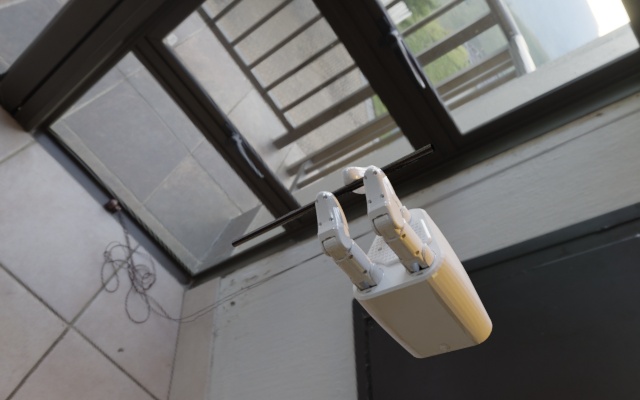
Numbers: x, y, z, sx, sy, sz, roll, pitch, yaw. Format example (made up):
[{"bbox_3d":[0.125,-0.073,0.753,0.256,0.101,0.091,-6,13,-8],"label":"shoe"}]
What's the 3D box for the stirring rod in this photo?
[{"bbox_3d":[0.000,0.002,0.458,0.239,0.011,0.011,-26,-14,30],"label":"stirring rod"}]
